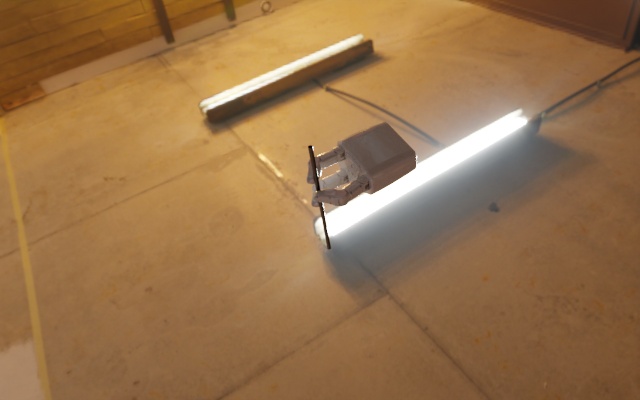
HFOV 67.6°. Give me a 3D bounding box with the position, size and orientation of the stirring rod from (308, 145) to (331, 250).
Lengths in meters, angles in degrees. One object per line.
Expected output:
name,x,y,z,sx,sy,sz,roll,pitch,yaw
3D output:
stirring rod,0.000,0.003,0.847,0.011,0.240,0.011,-6,41,5
